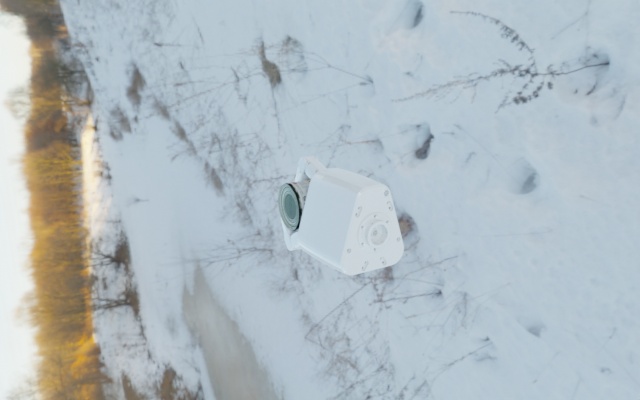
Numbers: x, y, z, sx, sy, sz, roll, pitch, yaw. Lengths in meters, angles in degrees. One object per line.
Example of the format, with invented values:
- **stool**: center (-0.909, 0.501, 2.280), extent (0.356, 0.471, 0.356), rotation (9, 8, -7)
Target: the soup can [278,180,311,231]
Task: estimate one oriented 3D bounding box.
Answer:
- **soup can**: center (0.000, 0.002, 0.673), extent (0.102, 0.068, 0.068), rotation (-9, 4, -28)
